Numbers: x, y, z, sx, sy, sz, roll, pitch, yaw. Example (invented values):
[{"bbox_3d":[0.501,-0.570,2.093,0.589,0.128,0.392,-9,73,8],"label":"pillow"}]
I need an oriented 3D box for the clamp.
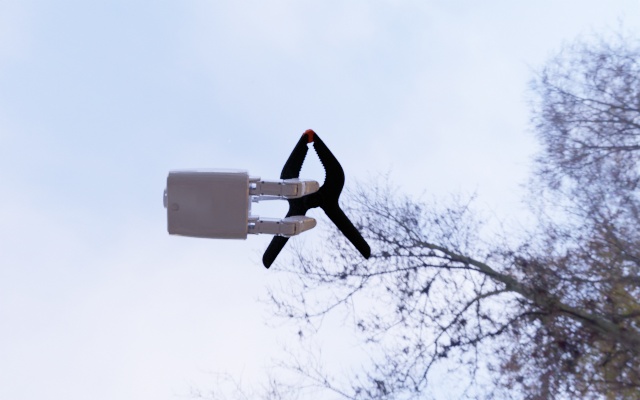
[{"bbox_3d":[0.000,0.002,0.701,0.164,0.210,0.036,2,14,-8],"label":"clamp"}]
